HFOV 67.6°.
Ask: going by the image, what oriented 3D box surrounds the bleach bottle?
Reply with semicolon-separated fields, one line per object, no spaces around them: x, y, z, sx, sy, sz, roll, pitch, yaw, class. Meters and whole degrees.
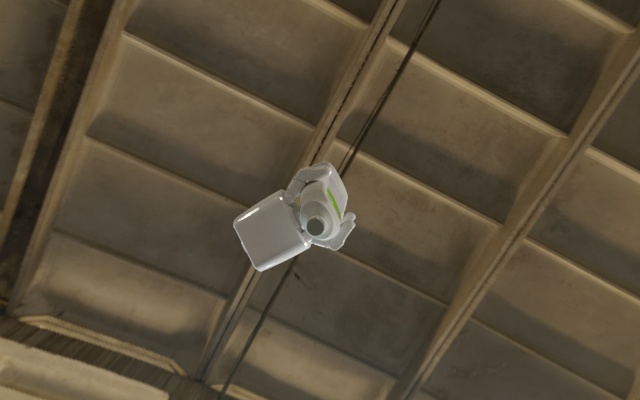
0.000;0.003;0.845;0.068;0.102;0.250;-28;10;12;bleach bottle
